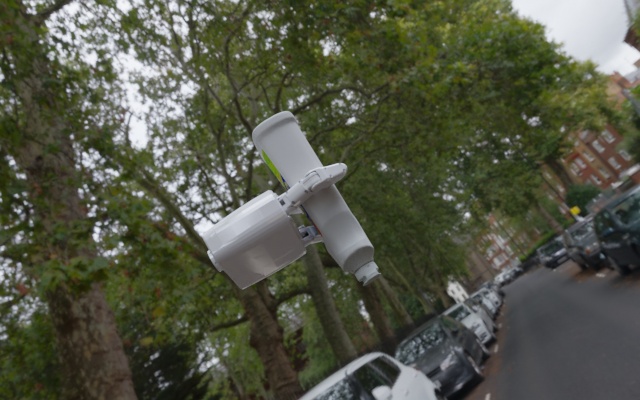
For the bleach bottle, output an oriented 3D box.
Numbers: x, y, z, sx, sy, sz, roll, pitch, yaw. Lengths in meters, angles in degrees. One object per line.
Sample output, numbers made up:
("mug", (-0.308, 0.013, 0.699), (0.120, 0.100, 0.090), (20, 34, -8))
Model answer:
("bleach bottle", (0.000, 0.002, 0.651), (0.068, 0.250, 0.103), (-32, -19, -7))
